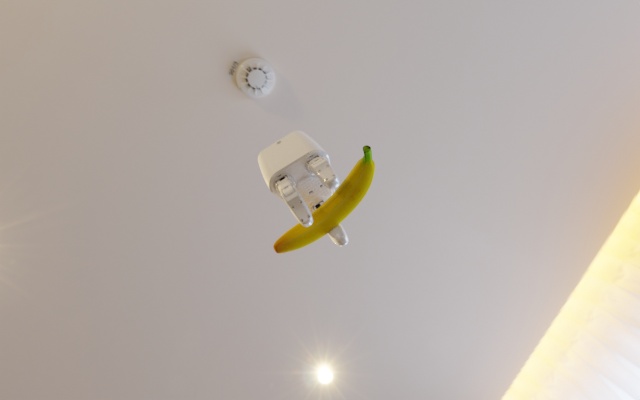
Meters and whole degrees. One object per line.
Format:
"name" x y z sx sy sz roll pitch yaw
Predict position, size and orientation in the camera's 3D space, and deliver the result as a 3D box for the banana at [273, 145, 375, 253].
"banana" 0.014 0.006 0.671 0.070 0.198 0.037 29 18 -42
